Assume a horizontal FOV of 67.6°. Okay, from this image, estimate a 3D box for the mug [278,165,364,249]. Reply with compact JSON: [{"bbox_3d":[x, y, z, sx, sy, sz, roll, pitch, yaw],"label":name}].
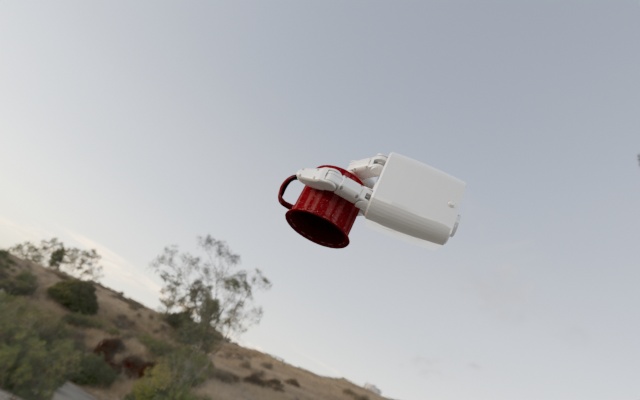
[{"bbox_3d":[-0.001,0.001,0.647,0.117,0.081,0.093,22,-26,8],"label":"mug"}]
